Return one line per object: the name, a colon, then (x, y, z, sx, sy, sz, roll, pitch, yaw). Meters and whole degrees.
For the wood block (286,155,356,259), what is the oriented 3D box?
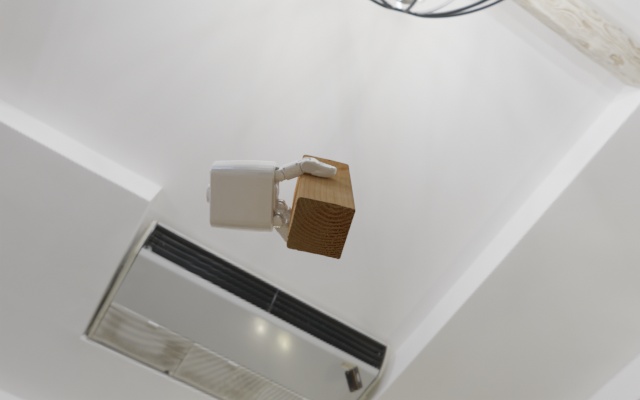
wood block: (0.000, 0.002, 0.812, 0.090, 0.091, 0.206, 13, 23, -5)
